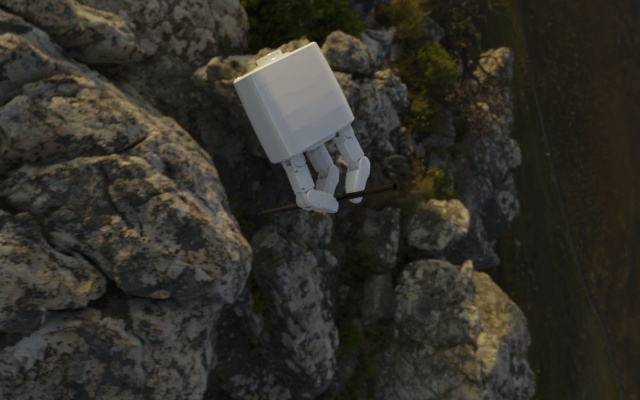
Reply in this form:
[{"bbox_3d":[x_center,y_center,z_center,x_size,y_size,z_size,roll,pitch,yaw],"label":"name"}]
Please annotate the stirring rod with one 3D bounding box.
[{"bbox_3d":[0.000,0.002,0.623,0.011,0.011,0.239,0,-8,-45],"label":"stirring rod"}]
